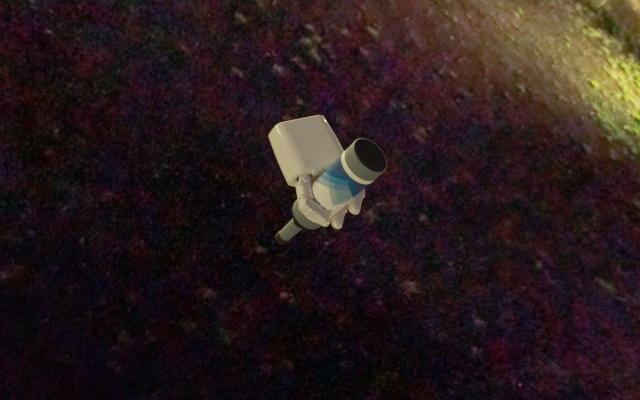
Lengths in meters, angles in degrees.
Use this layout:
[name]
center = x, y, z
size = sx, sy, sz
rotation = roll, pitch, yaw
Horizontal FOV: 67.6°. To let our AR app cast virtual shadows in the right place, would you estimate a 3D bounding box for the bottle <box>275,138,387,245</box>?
[bottle]
center = 0.000, 0.003, 0.849
size = 0.069, 0.069, 0.296
rotation = 0, -30, -38
